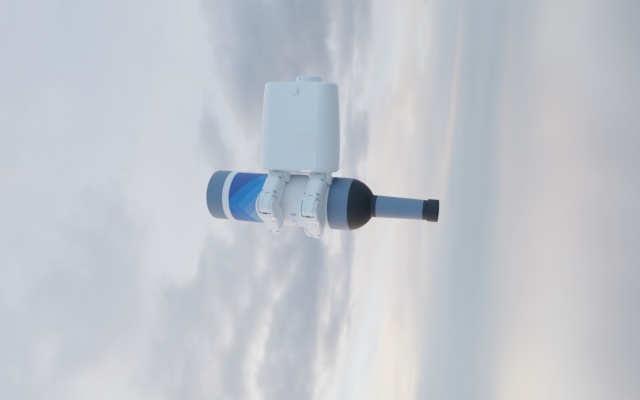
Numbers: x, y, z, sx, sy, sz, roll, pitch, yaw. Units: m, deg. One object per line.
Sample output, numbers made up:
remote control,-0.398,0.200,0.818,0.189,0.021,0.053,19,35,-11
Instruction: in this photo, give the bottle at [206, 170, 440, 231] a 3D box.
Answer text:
bottle,0.000,0.002,0.611,0.295,0.069,0.069,4,1,18
